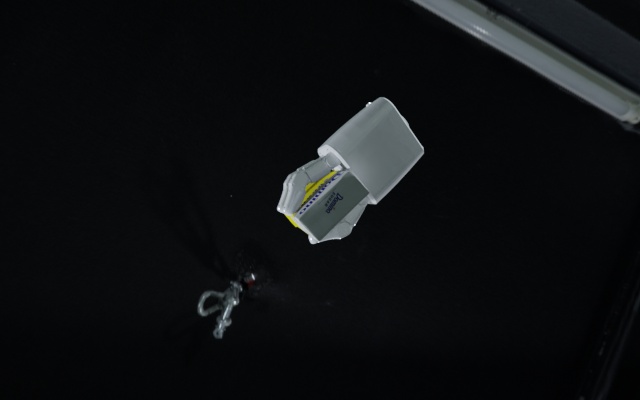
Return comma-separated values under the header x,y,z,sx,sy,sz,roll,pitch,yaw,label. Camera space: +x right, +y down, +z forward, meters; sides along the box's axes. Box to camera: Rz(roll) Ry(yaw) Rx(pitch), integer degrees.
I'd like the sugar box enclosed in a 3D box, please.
x,y,z,sx,sy,sz,roll,pitch,yaw,label
0.000,0.002,0.675,0.093,0.048,0.176,-44,8,-7,sugar box
